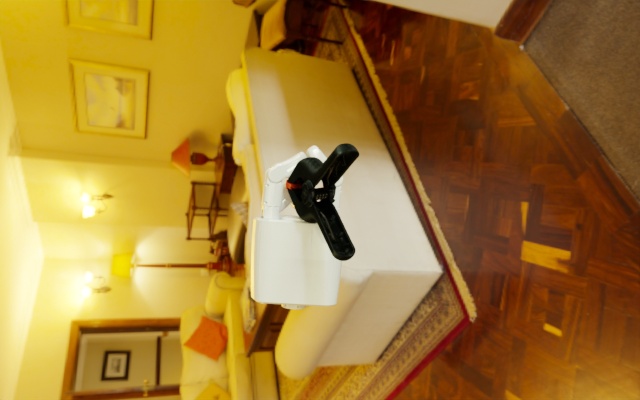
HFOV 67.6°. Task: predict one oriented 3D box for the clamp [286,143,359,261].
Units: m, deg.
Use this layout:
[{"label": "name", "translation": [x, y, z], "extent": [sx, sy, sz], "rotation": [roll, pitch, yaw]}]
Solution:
[{"label": "clamp", "translation": [-0.001, 0.002, 0.548], "extent": [0.039, 0.120, 0.171], "rotation": [4, -1, -20]}]
